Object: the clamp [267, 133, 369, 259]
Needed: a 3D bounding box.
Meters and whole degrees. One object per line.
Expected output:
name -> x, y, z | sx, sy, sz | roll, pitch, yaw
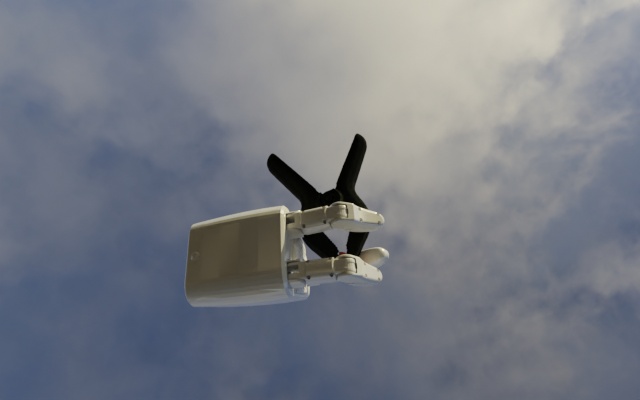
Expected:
clamp -> 0.000, 0.002, 0.540 | 0.120, 0.171, 0.039 | -9, -31, 8
